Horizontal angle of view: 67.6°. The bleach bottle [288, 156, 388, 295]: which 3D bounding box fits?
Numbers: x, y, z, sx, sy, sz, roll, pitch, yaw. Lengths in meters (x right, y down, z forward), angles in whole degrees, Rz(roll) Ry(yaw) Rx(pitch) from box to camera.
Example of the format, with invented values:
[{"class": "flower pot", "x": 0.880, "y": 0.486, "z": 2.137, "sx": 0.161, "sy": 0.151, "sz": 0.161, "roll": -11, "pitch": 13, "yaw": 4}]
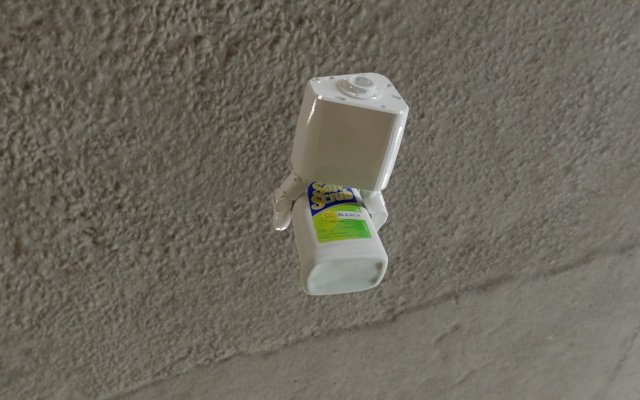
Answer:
[{"class": "bleach bottle", "x": 0.000, "y": 0.002, "z": 0.617, "sx": 0.102, "sy": 0.068, "sz": 0.250, "roll": -2, "pitch": 41, "yaw": -17}]
